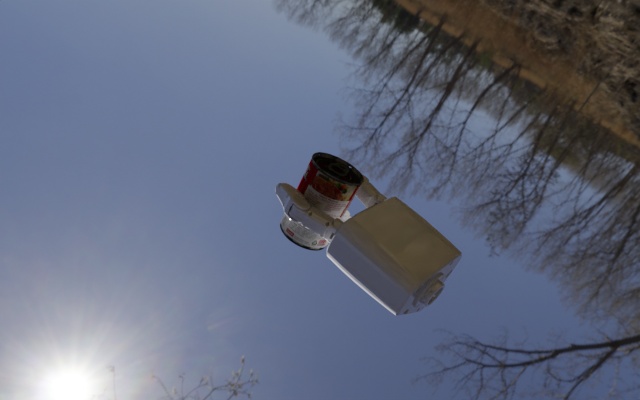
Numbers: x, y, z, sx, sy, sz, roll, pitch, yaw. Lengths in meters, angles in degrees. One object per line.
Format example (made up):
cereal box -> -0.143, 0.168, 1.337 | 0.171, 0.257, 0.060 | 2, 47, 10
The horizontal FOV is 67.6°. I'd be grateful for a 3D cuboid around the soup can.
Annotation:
soup can -> 0.000, 0.002, 0.584 | 0.068, 0.102, 0.068 | 22, 25, -11
